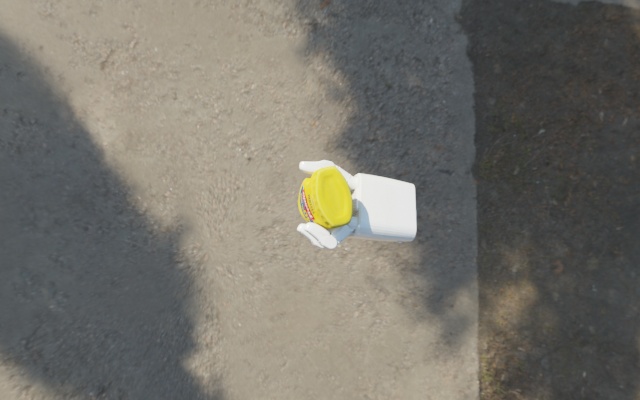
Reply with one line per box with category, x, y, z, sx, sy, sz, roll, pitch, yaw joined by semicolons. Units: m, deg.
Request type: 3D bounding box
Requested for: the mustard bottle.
mustard bottle;0.000;0.003;0.822;0.058;0.096;0.191;-17;-2;-14
